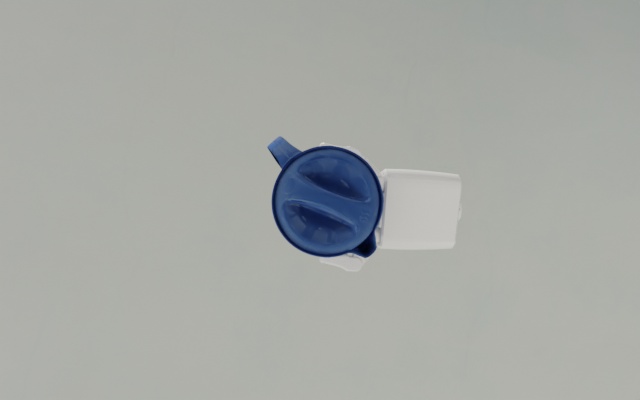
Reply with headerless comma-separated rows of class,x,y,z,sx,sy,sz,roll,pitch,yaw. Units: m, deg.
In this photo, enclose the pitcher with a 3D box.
pitcher,0.000,0.002,0.678,0.145,0.149,0.243,3,-5,-1
